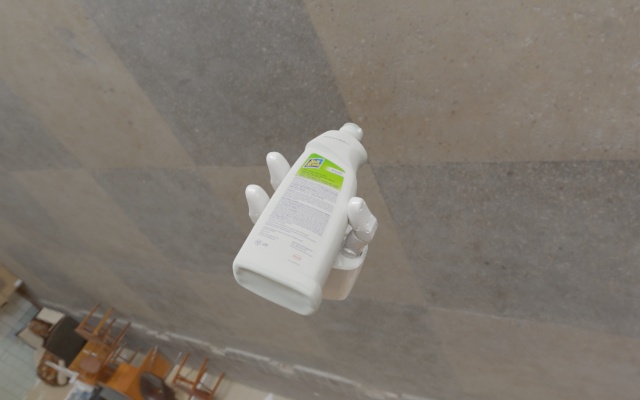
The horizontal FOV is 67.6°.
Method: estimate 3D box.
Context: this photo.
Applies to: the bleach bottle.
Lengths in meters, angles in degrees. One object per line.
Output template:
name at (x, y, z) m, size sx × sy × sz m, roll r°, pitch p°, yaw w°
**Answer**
bleach bottle at (0.000, 0.002, 0.560) m, size 0.102 × 0.250 × 0.068 m, roll 23°, pitch -35°, yaw 9°
